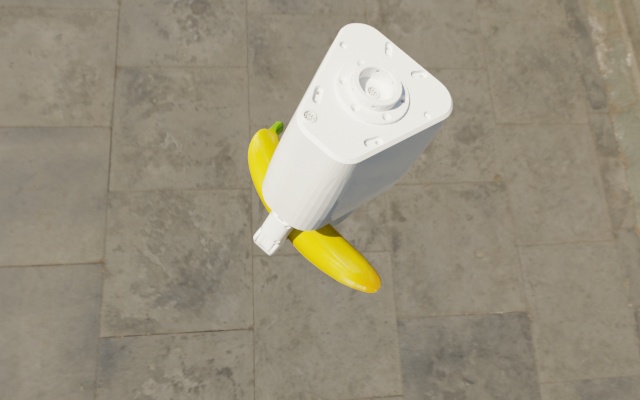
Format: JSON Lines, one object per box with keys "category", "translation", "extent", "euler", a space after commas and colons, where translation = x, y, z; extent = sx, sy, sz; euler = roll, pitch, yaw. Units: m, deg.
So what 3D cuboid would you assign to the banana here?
{"category": "banana", "translation": [-0.016, 0.003, 0.432], "extent": [0.069, 0.197, 0.037], "euler": [-17, -22, -35]}
